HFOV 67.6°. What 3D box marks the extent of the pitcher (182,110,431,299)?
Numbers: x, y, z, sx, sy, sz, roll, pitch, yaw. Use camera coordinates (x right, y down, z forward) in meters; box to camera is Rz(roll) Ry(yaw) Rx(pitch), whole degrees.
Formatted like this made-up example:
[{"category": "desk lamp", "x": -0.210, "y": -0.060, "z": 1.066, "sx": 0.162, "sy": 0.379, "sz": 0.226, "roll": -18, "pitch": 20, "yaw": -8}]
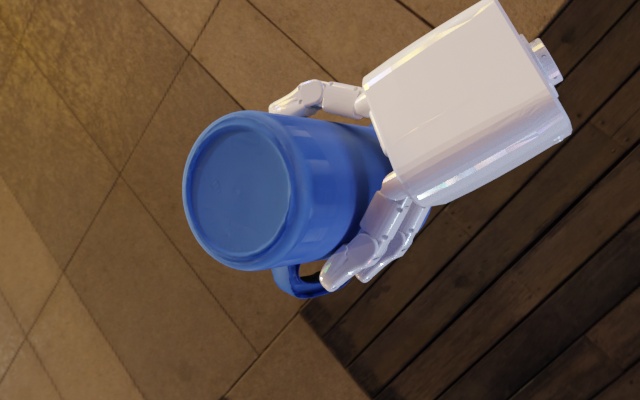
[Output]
[{"category": "pitcher", "x": 0.000, "y": 0.001, "z": 0.418, "sx": 0.145, "sy": 0.149, "sz": 0.243, "roll": -29, "pitch": -12, "yaw": 27}]
